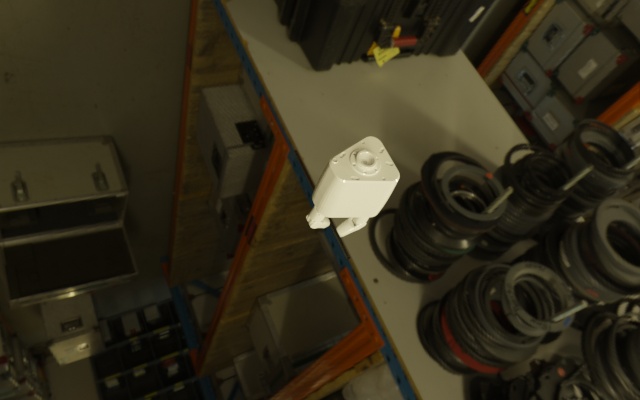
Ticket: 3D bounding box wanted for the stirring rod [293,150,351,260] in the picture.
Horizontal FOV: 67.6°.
[{"bbox_3d":[0.000,0.003,0.887,0.011,0.239,0.011,-22,-23,-10],"label":"stirring rod"}]
